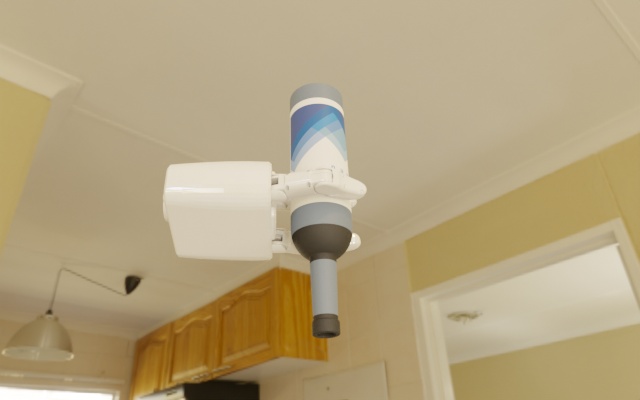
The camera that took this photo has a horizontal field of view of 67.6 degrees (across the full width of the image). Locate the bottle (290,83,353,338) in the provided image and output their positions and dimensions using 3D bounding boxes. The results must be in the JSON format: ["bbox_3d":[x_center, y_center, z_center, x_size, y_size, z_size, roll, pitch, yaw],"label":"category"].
[{"bbox_3d":[0.000,0.002,0.530,0.069,0.295,0.069,-2,-30,-1],"label":"bottle"}]
